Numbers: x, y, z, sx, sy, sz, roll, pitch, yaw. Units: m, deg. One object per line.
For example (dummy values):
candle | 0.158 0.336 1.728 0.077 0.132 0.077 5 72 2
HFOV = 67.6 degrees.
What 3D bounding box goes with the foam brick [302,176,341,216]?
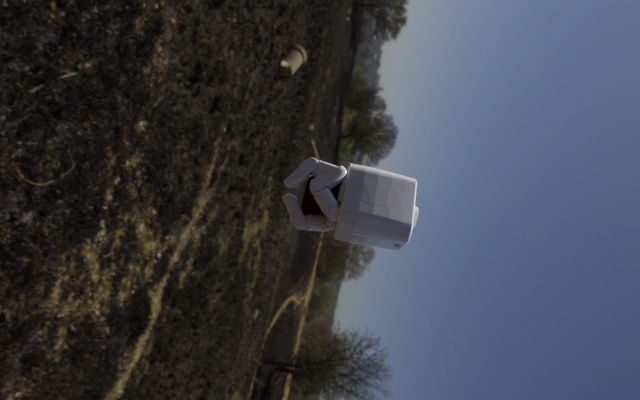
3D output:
foam brick | 0.000 0.002 0.753 0.051 0.053 0.078 12 -16 1
